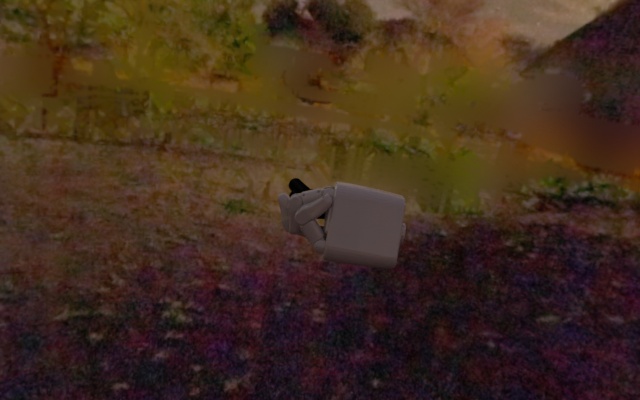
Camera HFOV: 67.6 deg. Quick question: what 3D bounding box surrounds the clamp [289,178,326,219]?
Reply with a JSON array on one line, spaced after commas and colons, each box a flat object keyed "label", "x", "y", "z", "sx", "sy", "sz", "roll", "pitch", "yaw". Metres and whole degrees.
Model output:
[{"label": "clamp", "x": 0.000, "y": 0.002, "z": 0.800, "sx": 0.120, "sy": 0.039, "sz": 0.171, "roll": 12, "pitch": 15, "yaw": -2}]
